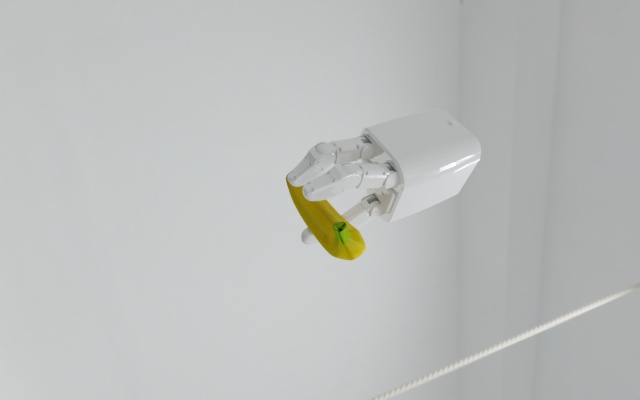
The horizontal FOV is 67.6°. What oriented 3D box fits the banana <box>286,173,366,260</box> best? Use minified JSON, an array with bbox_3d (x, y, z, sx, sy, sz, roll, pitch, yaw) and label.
[{"bbox_3d":[0.006,0.019,0.520,0.037,0.070,0.197,-23,23,-12],"label":"banana"}]
